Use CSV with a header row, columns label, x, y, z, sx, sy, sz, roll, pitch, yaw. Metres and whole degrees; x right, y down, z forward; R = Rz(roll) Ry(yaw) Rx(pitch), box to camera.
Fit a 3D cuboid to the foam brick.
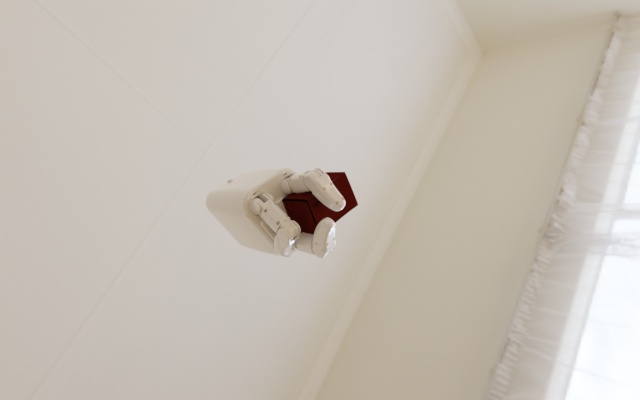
label,x,y,z,sx,sy,sz,roll,pitch,yaw
foam brick,0.000,0.002,0.627,0.051,0.053,0.078,2,30,48
